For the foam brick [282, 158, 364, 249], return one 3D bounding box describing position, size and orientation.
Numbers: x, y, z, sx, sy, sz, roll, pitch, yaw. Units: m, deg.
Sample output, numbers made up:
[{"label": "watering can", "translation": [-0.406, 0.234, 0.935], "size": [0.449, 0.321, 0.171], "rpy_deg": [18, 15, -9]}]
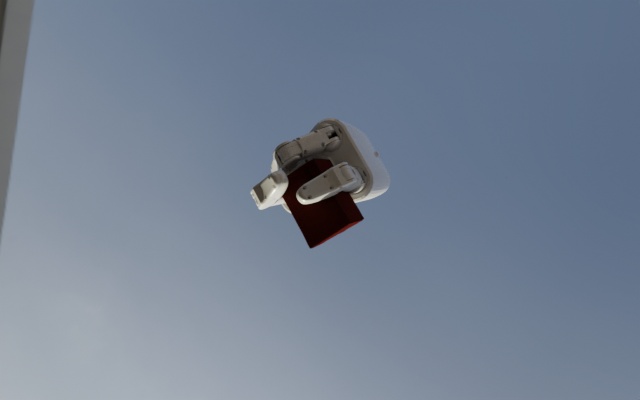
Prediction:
[{"label": "foam brick", "translation": [0.000, 0.002, 0.498], "size": [0.053, 0.078, 0.051], "rpy_deg": [-32, -9, 19]}]
